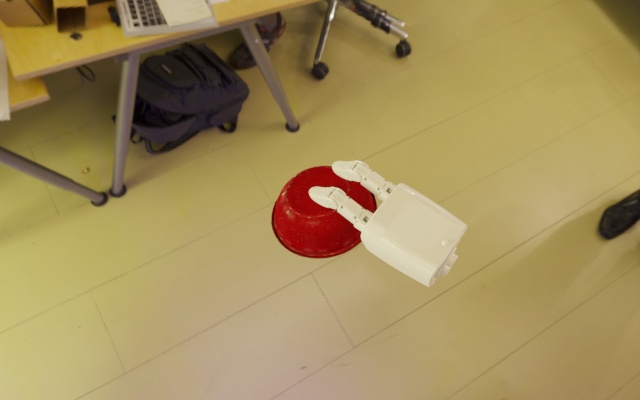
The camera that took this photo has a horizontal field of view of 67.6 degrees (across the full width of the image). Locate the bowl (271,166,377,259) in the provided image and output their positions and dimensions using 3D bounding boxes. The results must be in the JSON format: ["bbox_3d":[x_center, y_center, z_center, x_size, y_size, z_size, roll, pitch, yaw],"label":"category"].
[{"bbox_3d":[-0.001,0.002,0.698,0.162,0.162,0.055,0,-36,13],"label":"bowl"}]
